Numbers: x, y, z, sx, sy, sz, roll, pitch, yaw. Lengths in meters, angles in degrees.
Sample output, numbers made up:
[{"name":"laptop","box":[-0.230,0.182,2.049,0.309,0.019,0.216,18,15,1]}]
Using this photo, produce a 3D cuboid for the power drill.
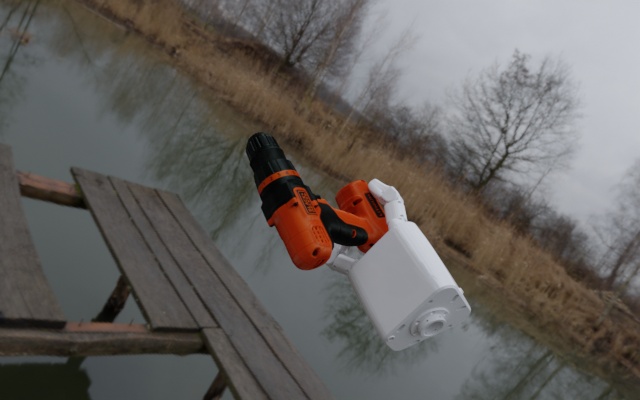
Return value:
[{"name":"power drill","box":[0.001,0.002,0.602,0.057,0.184,0.187,-41,-29,30]}]
